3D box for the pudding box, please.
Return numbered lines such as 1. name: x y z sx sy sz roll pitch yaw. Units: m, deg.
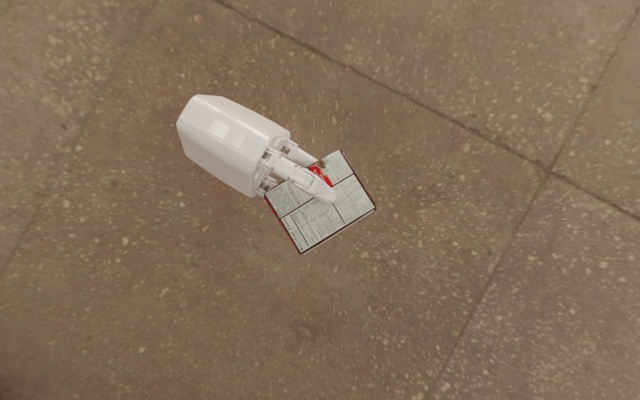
1. pudding box: 0.000 0.002 0.589 0.113 0.090 0.039 -31 -5 0
